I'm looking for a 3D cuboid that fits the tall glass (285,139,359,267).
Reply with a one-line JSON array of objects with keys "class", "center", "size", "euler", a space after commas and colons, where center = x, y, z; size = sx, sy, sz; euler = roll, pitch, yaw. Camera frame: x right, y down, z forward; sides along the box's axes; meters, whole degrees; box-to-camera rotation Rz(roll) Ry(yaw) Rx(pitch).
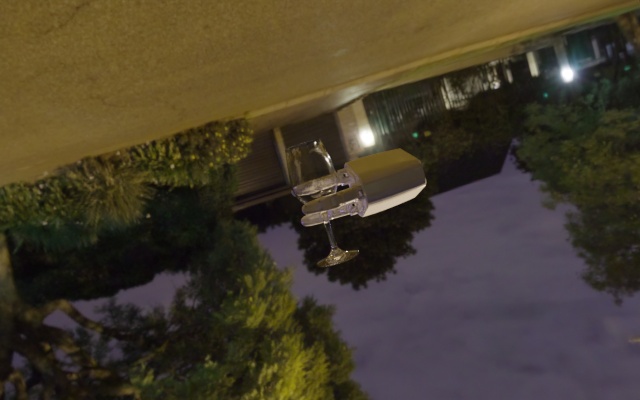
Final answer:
[{"class": "tall glass", "center": [0.000, 0.003, 0.790], "size": [0.079, 0.201, 0.079], "euler": [-17, 5, 1]}]
